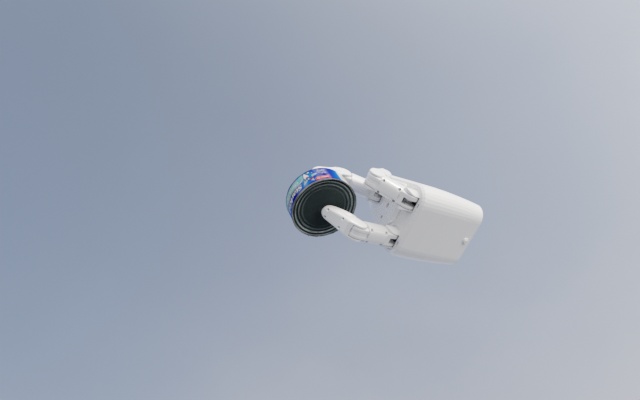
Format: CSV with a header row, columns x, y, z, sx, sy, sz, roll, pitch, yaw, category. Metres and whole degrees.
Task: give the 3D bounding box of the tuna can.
x,y,z,sx,sy,sz,roll,pitch,yaw,category
0.000,0.002,0.607,0.086,0.086,0.033,0,32,-23,tuna can
